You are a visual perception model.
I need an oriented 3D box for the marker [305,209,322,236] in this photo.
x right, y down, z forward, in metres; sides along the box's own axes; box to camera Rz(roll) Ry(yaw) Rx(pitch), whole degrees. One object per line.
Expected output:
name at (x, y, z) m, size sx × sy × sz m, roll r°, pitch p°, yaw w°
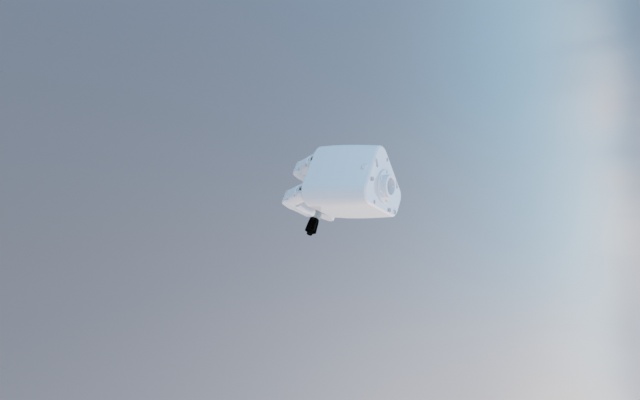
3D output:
marker at (0.000, 0.003, 0.786) m, size 0.020 × 0.121 × 0.020 m, roll 16°, pitch -25°, yaw 8°
